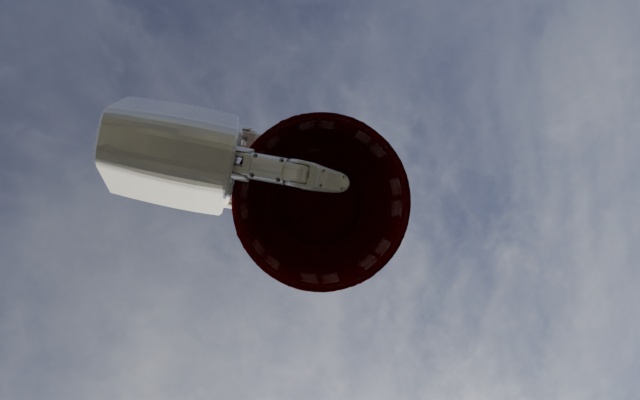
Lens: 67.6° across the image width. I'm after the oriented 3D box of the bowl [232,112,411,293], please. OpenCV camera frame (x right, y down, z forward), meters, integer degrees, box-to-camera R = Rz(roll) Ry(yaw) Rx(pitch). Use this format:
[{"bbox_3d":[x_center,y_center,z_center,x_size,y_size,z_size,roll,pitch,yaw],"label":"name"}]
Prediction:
[{"bbox_3d":[0.001,0.002,0.452,0.162,0.162,0.055,0,0,-3],"label":"bowl"}]
